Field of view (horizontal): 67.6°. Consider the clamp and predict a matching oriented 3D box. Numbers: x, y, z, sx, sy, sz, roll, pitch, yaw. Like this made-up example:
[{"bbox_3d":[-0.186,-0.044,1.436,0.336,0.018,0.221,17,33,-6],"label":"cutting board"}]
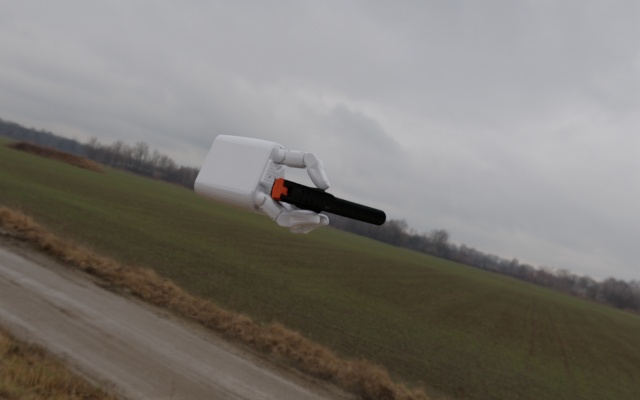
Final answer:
[{"bbox_3d":[0.000,0.001,0.697,0.164,0.036,0.210,11,-4,21],"label":"clamp"}]
